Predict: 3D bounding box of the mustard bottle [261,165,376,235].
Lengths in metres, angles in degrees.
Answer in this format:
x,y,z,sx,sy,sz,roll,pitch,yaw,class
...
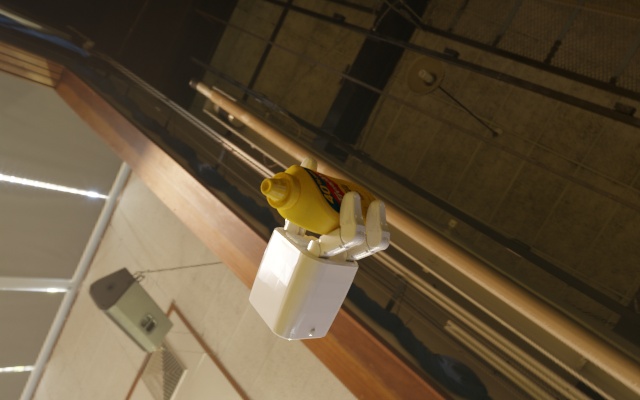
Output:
x,y,z,sx,sy,sz,roll,pitch,yaw,class
0.000,0.002,0.582,0.058,0.096,0.192,-47,-34,21,mustard bottle
